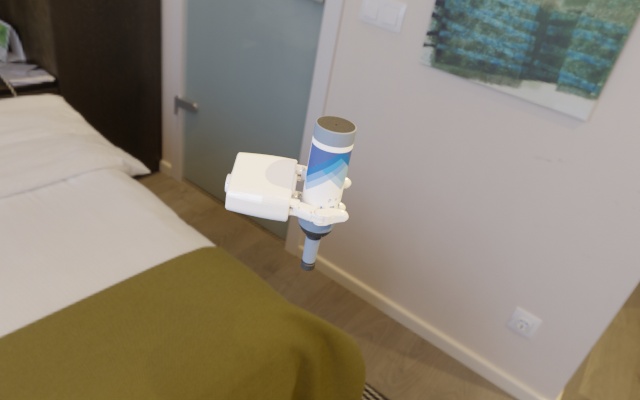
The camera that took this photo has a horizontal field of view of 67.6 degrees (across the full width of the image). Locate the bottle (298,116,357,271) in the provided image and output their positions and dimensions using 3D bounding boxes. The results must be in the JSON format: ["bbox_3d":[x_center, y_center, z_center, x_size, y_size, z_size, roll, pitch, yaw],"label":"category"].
[{"bbox_3d":[0.000,0.003,0.828,0.069,0.296,0.069,8,32,-5],"label":"bottle"}]
